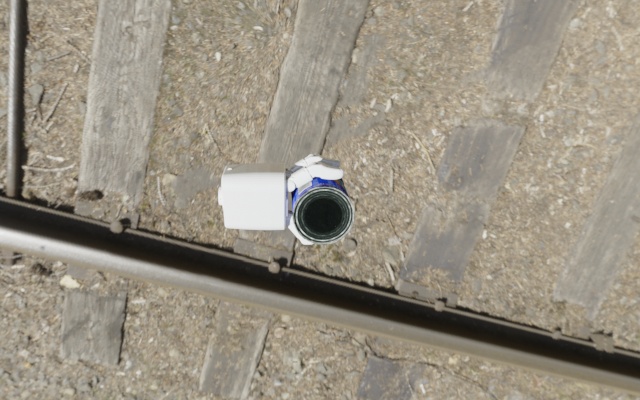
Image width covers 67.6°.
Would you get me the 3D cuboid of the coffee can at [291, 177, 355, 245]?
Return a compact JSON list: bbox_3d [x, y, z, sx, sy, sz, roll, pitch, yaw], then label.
[{"bbox_3d":[0.000,0.003,0.843,0.103,0.103,0.140,0,19,-5],"label":"coffee can"}]
